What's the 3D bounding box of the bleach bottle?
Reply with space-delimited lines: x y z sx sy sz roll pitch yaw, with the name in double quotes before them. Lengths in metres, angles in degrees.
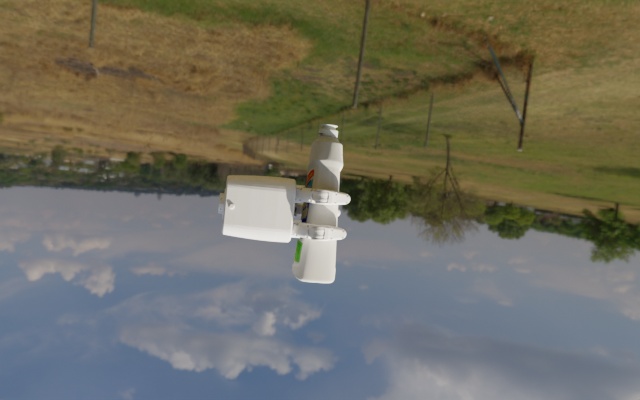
"bleach bottle" 0.000 0.003 0.785 0.068 0.251 0.102 6 2 -9
